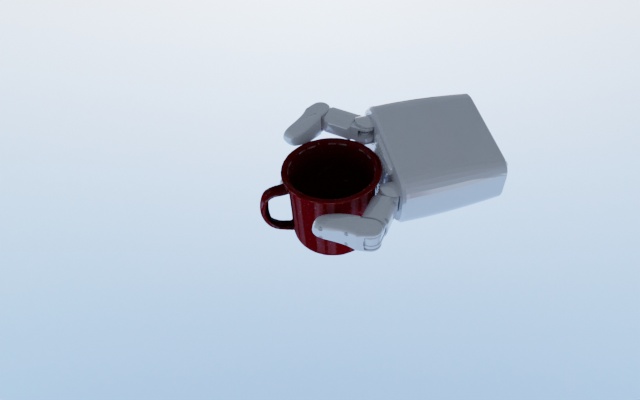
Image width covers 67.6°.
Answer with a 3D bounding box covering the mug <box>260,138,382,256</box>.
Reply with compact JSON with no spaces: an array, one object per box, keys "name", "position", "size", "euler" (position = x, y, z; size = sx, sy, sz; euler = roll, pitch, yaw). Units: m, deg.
[{"name":"mug","position":[-0.001,0.002,0.462],"size":[0.117,0.082,0.093],"euler":[-12,45,-9]}]
